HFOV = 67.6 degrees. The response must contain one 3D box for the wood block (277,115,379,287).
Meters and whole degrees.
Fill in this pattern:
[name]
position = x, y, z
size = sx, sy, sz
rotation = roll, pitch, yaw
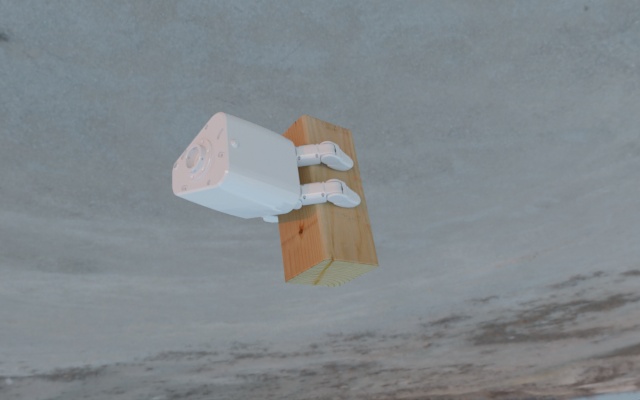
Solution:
[wood block]
position = 0.000, 0.002, 0.646
size = 0.090, 0.206, 0.091
rotation = 12, -32, -36
